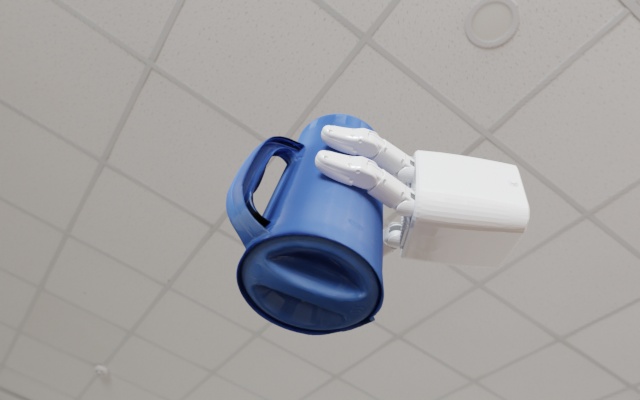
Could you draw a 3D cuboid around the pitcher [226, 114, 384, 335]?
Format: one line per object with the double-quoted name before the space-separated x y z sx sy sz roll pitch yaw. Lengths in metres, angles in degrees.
"pitcher" 0.000 0.002 0.506 0.145 0.149 0.242 6 39 6
